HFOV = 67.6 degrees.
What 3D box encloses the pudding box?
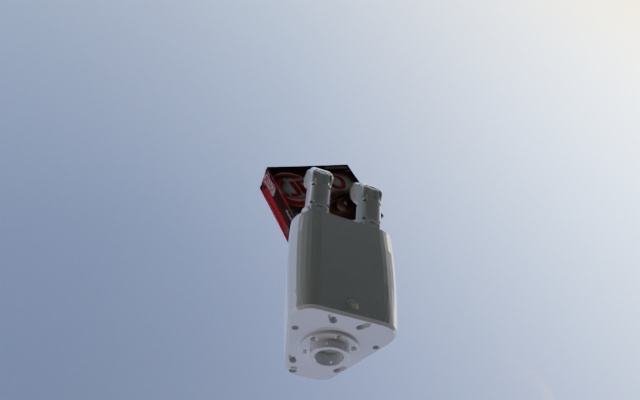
[{"bbox_3d":[0.000,0.002,0.534,0.113,0.090,0.039,-3,-43,-35],"label":"pudding box"}]
